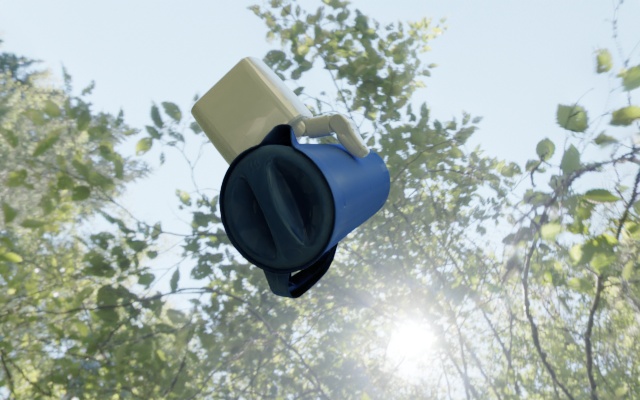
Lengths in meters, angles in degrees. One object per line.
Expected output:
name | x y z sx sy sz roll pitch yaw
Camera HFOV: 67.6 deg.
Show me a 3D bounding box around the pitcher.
pitcher | 0.000 0.002 0.578 0.149 0.145 0.243 -45 -11 24
